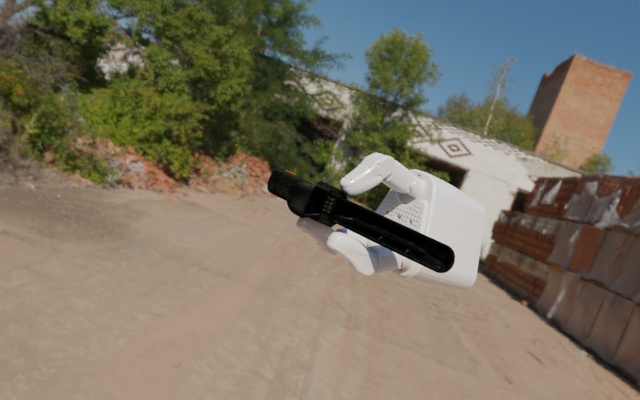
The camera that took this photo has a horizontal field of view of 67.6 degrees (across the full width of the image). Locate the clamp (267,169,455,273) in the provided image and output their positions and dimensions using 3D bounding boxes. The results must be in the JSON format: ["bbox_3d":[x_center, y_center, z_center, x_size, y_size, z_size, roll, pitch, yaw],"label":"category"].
[{"bbox_3d":[0.000,0.001,0.438,0.164,0.036,0.210,25,1,-37],"label":"clamp"}]
